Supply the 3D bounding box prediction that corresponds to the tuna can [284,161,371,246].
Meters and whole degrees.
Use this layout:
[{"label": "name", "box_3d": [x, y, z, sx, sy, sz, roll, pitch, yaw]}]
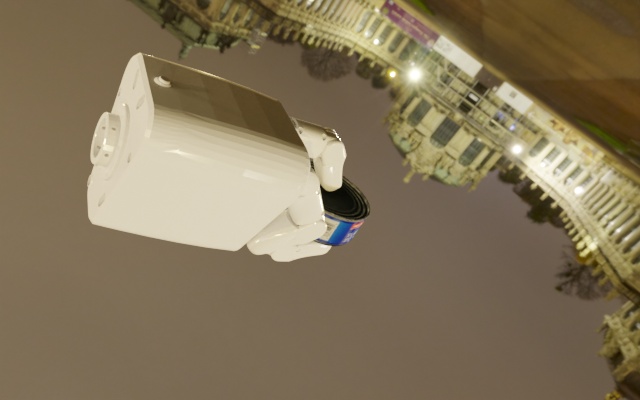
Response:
[{"label": "tuna can", "box_3d": [0.000, 0.002, 0.432, 0.086, 0.034, 0.086, 25, 27, -14]}]
